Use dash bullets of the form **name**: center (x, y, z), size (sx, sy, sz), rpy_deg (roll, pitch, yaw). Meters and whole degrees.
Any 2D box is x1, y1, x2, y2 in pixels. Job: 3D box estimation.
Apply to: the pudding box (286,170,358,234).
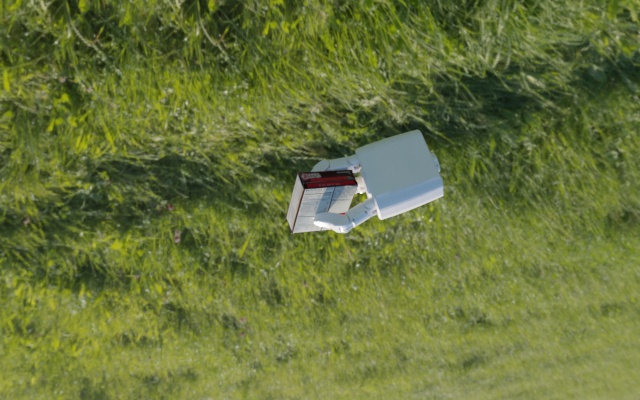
- **pudding box**: center (0.000, 0.003, 0.751), size (0.090, 0.039, 0.114), rpy_deg (-4, -42, -20)
